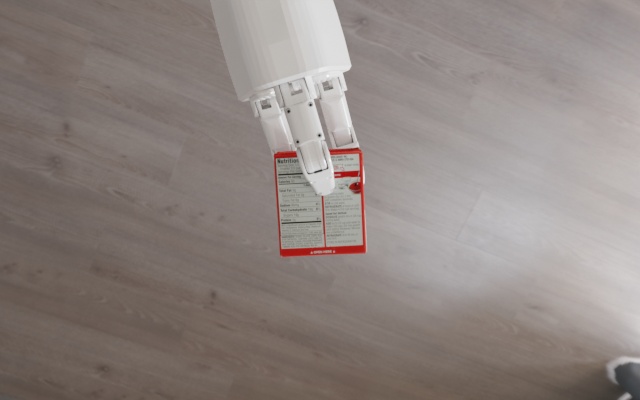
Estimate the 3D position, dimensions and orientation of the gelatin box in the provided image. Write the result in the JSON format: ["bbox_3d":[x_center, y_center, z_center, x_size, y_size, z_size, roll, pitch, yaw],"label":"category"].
[{"bbox_3d":[0.000,0.002,0.404,0.073,0.089,0.030,-3,7,0],"label":"gelatin box"}]
